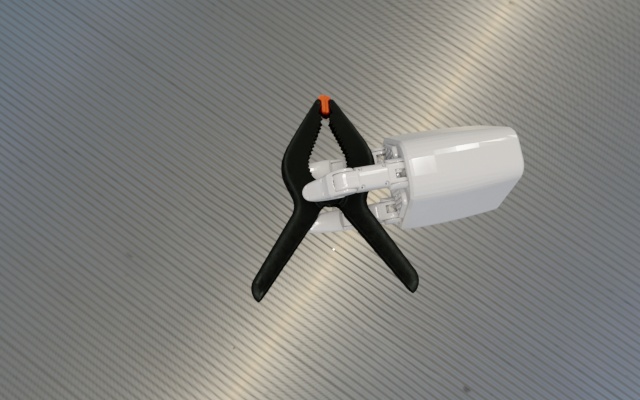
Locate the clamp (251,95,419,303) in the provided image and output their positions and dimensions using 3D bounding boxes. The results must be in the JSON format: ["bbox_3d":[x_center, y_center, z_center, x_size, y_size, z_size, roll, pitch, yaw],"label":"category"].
[{"bbox_3d":[0.000,0.001,0.478,0.164,0.210,0.036,-10,-6,-3],"label":"clamp"}]
